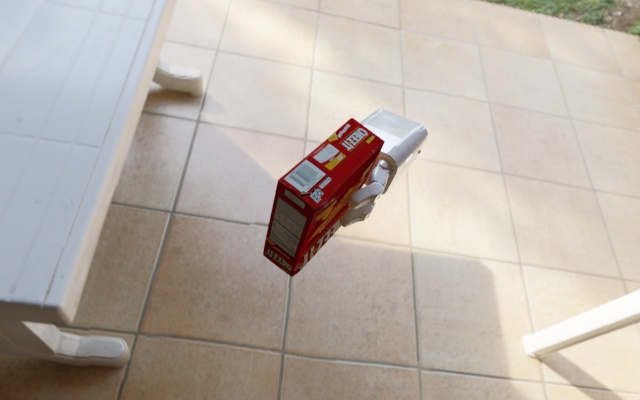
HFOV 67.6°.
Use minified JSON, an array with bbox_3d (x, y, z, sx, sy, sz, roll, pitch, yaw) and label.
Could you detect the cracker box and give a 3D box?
[{"bbox_3d":[0.000,0.002,0.721,0.164,0.072,0.214,-44,-15,-32],"label":"cracker box"}]
